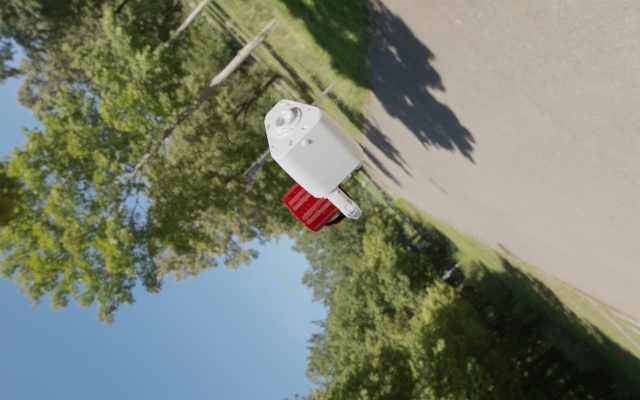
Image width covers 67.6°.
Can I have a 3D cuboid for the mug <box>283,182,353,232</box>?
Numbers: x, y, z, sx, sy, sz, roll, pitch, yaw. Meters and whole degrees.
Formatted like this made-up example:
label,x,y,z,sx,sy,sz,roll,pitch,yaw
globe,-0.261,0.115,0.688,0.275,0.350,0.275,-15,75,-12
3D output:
label,x,y,z,sx,sy,sz,roll,pitch,yaw
mug,0.001,0.003,0.785,0.117,0.081,0.093,42,6,-41
